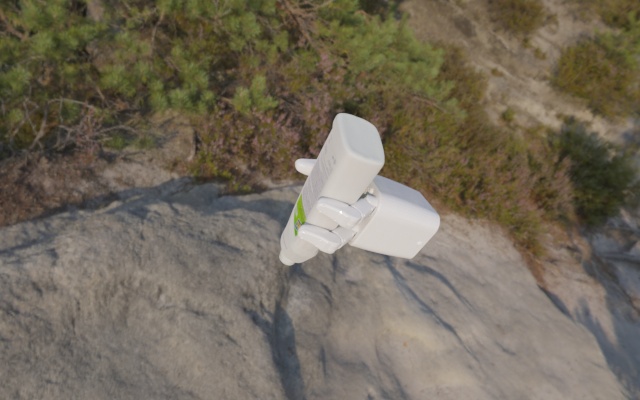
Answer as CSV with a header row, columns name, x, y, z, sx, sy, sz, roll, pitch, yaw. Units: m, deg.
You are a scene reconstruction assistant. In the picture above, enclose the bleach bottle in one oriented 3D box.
name,x,y,z,sx,sy,sz,roll,pitch,yaw
bleach bottle,0.000,0.002,0.695,0.068,0.102,0.251,16,-50,-20
